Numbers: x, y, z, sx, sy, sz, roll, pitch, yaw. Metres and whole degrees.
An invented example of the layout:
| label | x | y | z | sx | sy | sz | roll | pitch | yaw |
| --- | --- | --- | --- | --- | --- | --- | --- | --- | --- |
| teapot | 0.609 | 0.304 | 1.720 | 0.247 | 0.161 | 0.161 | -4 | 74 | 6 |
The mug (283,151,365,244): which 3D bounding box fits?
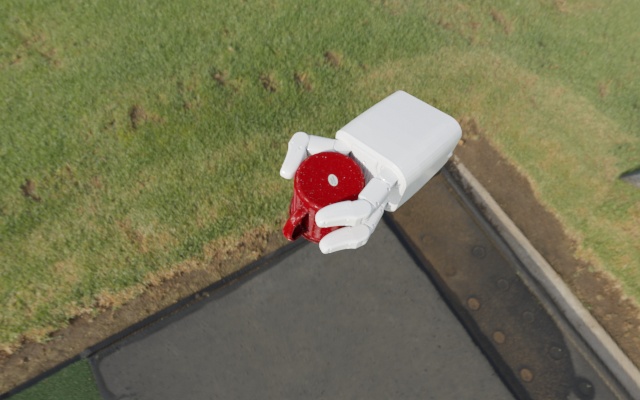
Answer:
| label | x | y | z | sx | sy | sz | roll | pitch | yaw |
| --- | --- | --- | --- | --- | --- | --- | --- | --- | --- |
| mug | -0.001 | 0.003 | 0.566 | 0.117 | 0.093 | 0.081 | -39 | -19 | -20 |
